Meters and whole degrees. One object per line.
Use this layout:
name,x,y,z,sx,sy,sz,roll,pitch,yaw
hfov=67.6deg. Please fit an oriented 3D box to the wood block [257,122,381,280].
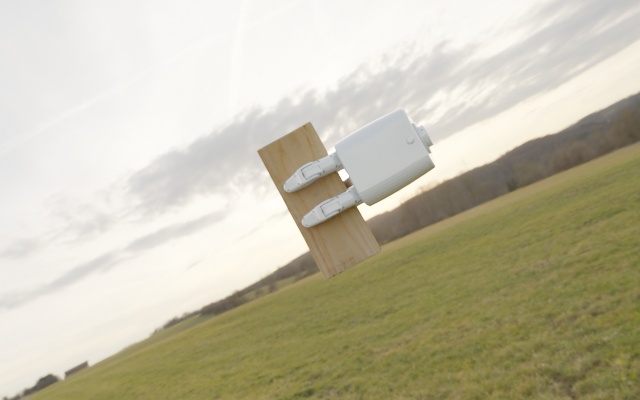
wood block,0.000,0.002,0.705,0.090,0.206,0.091,-28,-5,4
